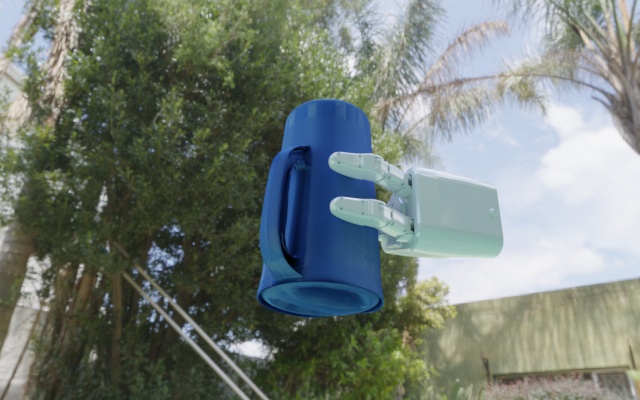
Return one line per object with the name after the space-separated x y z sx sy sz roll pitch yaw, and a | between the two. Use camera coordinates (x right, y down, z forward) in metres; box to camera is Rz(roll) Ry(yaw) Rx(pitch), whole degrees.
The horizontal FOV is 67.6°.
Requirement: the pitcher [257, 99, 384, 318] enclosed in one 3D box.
0.000 0.002 0.545 0.145 0.242 0.149 9 -29 -13 | pitcher
